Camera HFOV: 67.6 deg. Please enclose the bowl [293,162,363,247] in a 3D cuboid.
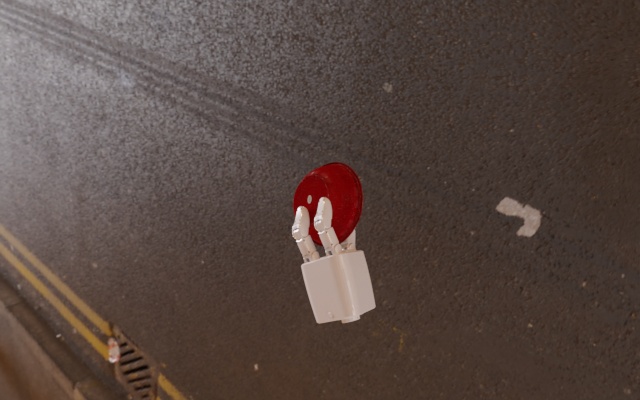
[{"bbox_3d":[-0.001,0.002,0.878,0.055,0.162,0.162,12,-9,-44],"label":"bowl"}]
